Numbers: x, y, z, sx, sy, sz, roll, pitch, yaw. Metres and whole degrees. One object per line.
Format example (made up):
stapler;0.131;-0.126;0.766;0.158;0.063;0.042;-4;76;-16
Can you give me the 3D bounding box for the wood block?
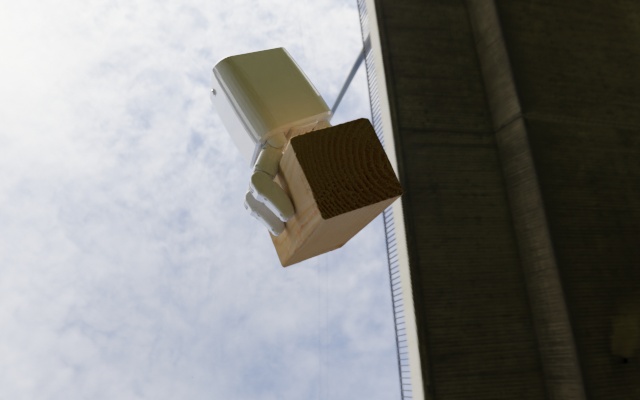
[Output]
wood block;0.000;0.001;0.548;0.091;0.090;0.206;-18;-14;-20
